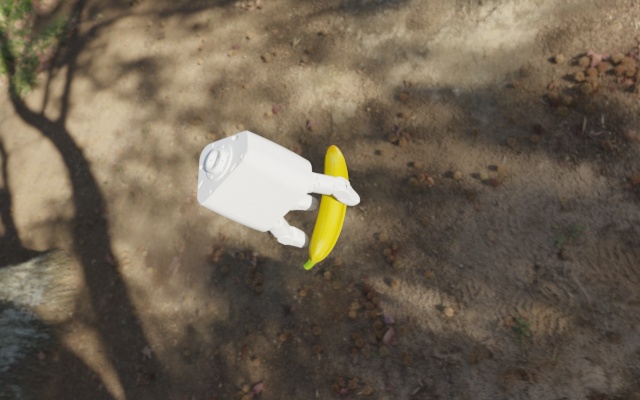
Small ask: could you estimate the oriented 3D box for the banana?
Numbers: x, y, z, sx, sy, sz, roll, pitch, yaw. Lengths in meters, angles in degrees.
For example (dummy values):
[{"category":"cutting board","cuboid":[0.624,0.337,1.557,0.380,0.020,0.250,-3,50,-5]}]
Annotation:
[{"category":"banana","cuboid":[0.011,0.005,0.710,0.037,0.197,0.069,22,-15,-35]}]
